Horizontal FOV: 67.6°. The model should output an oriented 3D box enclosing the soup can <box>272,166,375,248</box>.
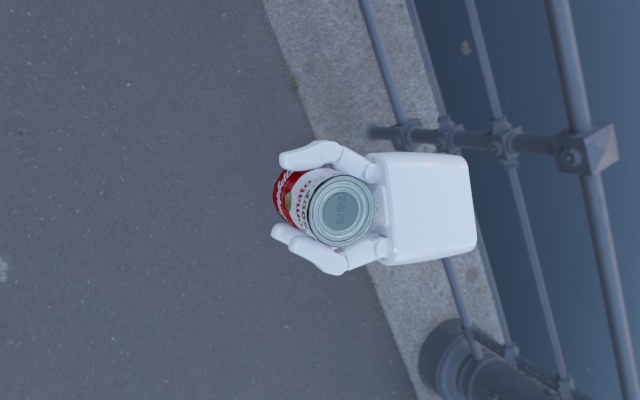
[{"bbox_3d":[0.000,0.002,0.464,0.068,0.068,0.102,0,10,-23],"label":"soup can"}]
